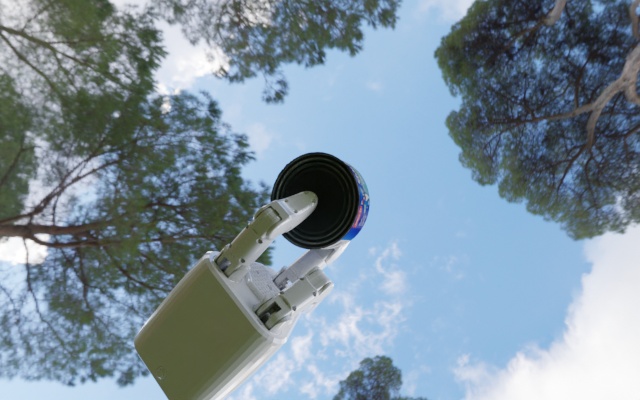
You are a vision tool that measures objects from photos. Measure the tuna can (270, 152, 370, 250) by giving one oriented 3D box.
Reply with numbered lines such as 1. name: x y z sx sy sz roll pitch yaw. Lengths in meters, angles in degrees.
1. tuna can: 0.000 0.001 0.430 0.086 0.086 0.034 0 -5 24
